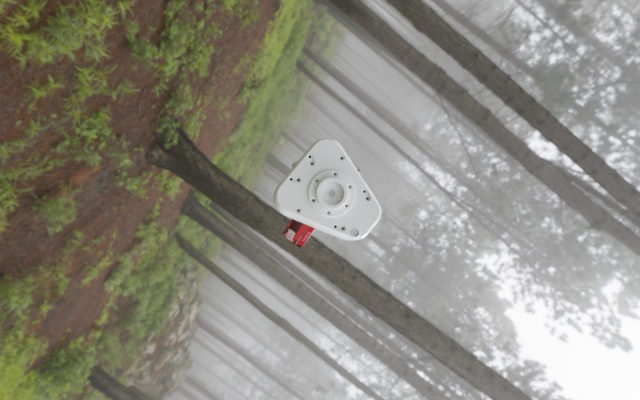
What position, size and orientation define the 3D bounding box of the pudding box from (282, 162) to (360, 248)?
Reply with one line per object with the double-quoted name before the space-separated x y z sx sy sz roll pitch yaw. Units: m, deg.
"pudding box" 0.000 0.002 0.659 0.039 0.113 0.090 39 -31 2
